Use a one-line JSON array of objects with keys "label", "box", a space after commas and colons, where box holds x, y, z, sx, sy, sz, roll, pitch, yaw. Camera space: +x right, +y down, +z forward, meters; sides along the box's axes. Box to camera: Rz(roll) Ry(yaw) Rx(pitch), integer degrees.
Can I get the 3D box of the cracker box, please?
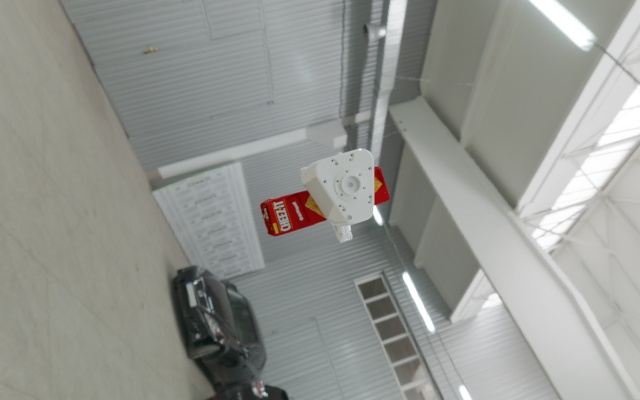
[{"label": "cracker box", "box": [0.000, 0.003, 0.891, 0.213, 0.072, 0.164, -17, 0, -11]}]
